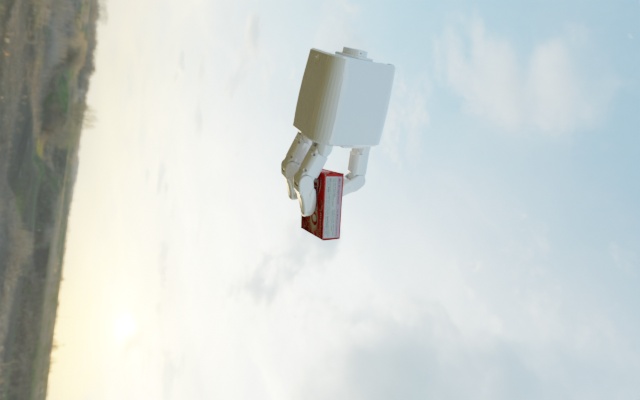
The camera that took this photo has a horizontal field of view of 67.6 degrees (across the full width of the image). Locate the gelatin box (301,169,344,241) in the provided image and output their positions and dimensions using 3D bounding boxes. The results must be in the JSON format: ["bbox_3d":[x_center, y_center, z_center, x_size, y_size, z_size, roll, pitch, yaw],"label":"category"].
[{"bbox_3d":[0.001,0.002,0.640,0.030,0.089,0.073,-2,11,-25],"label":"gelatin box"}]
